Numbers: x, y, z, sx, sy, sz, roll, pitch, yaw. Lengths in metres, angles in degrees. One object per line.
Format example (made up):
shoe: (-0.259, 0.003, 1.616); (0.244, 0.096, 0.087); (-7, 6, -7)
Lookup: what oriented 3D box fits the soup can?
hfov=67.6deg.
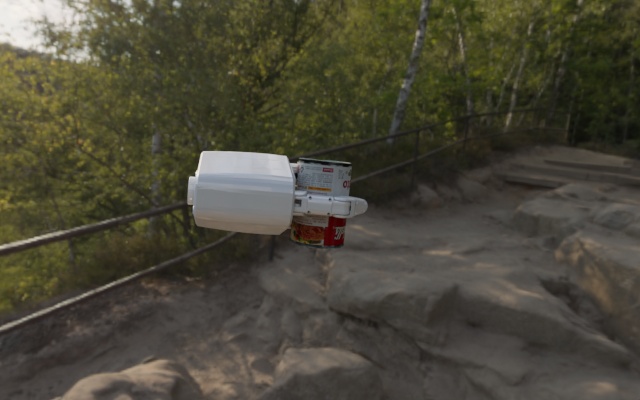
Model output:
soup can: (0.001, 0.002, 0.583); (0.068, 0.102, 0.068); (6, 6, -1)
